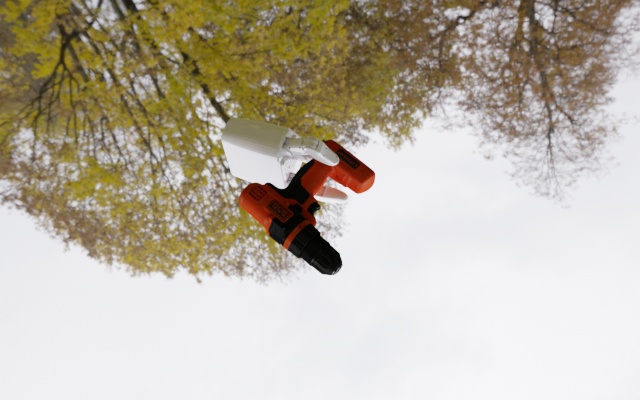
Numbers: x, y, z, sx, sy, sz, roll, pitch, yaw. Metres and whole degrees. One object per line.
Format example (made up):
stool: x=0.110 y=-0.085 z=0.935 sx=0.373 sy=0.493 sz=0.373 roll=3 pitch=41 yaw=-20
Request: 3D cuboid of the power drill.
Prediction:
power drill: x=0.000 y=0.002 z=0.722 sx=0.187 sy=0.184 sz=0.057 roll=-42 pitch=-15 yaw=-32
